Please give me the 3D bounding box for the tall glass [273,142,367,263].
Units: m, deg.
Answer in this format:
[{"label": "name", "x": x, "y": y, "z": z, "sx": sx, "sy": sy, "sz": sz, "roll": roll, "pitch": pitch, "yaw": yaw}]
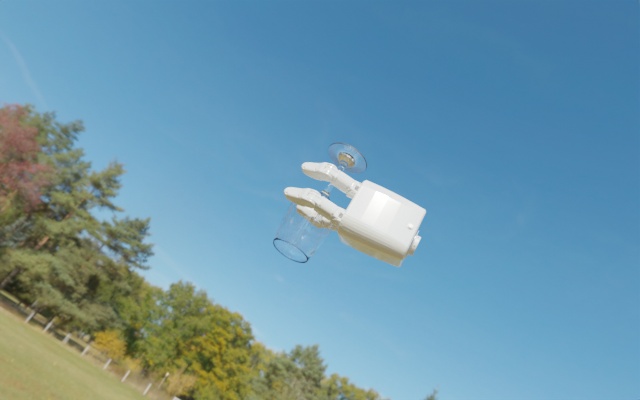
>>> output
[{"label": "tall glass", "x": 0.000, "y": 0.002, "z": 0.772, "sx": 0.079, "sy": 0.201, "sz": 0.079, "roll": 25, "pitch": -28, "yaw": 14}]
